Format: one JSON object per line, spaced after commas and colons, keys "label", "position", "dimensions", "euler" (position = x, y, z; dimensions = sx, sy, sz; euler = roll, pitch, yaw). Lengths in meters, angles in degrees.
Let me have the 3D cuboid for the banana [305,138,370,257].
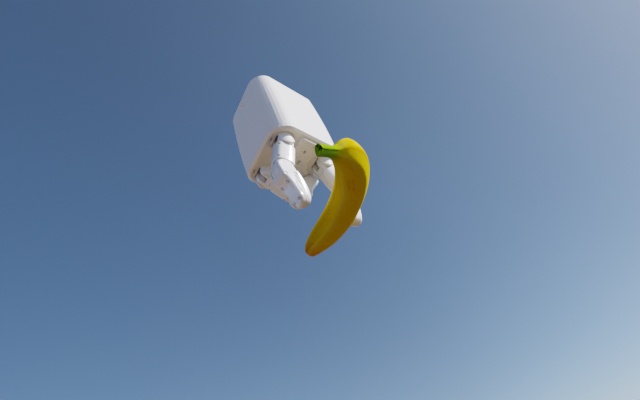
{"label": "banana", "position": [0.018, -0.004, 0.523], "dimensions": [0.069, 0.037, 0.198], "euler": [-13, -36, -14]}
